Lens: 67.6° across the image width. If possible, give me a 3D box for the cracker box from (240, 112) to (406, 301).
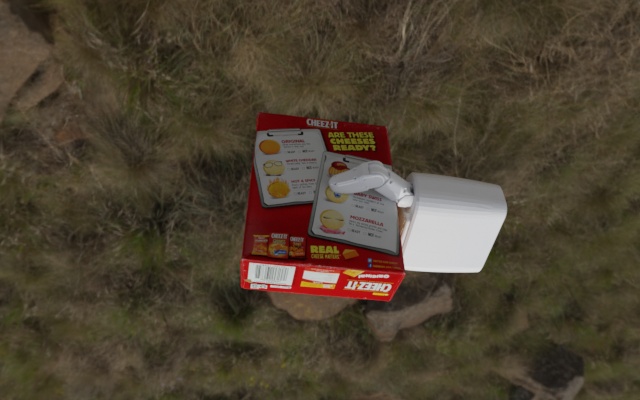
[{"bbox_3d":[0.000,0.002,0.547,0.164,0.213,0.072,5,-40,-7],"label":"cracker box"}]
